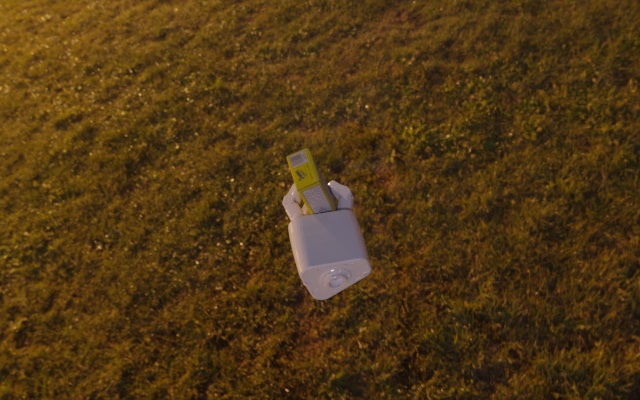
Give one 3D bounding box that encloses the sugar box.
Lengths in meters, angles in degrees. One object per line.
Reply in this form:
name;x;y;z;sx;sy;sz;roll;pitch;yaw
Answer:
sugar box;0.000;0.003;0.828;0.048;0.093;0.176;-22;-46;3
